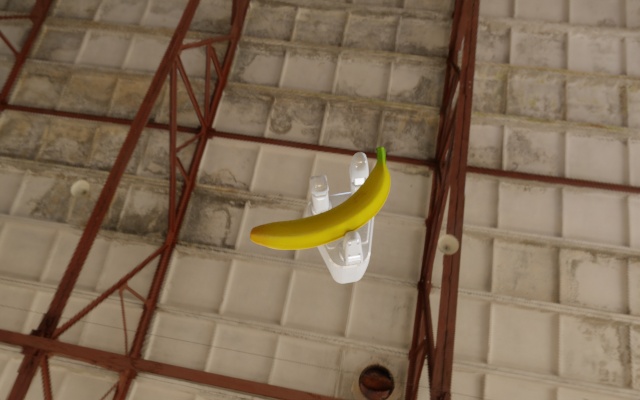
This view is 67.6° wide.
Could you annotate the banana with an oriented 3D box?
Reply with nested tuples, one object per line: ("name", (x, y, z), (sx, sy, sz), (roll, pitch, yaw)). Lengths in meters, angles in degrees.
("banana", (0.013, 0.015, 0.576), (0.198, 0.069, 0.037), (-33, -17, -10))
